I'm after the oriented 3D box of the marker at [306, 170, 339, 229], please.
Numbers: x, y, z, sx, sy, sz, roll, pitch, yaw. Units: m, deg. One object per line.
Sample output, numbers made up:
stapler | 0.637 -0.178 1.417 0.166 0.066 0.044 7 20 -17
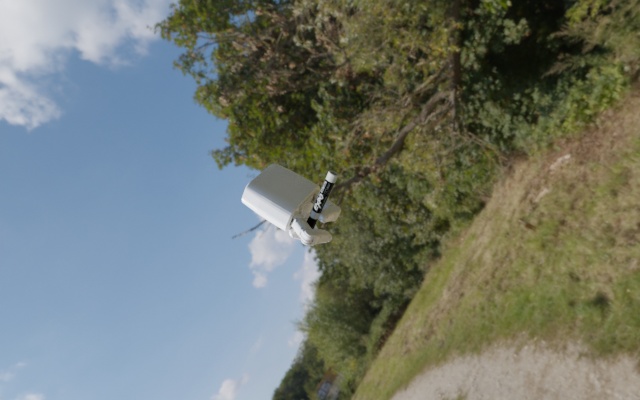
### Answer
marker | 0.000 0.003 0.845 0.020 0.121 0.020 20 24 -9
